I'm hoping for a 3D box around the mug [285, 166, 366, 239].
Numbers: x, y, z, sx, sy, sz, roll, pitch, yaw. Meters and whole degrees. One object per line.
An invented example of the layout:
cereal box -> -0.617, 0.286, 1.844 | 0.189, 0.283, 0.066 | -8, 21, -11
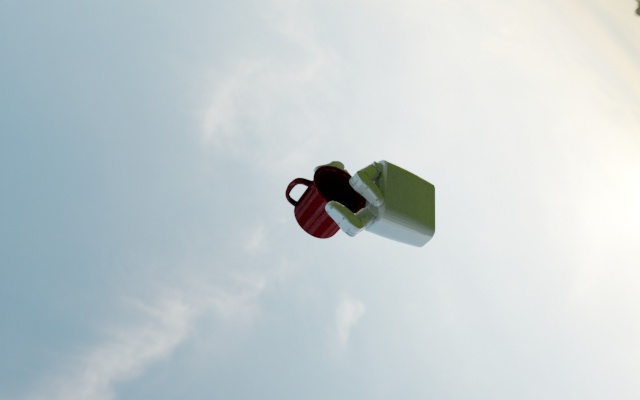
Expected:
mug -> -0.001, 0.002, 0.742 | 0.117, 0.093, 0.081 | 22, -49, -21
